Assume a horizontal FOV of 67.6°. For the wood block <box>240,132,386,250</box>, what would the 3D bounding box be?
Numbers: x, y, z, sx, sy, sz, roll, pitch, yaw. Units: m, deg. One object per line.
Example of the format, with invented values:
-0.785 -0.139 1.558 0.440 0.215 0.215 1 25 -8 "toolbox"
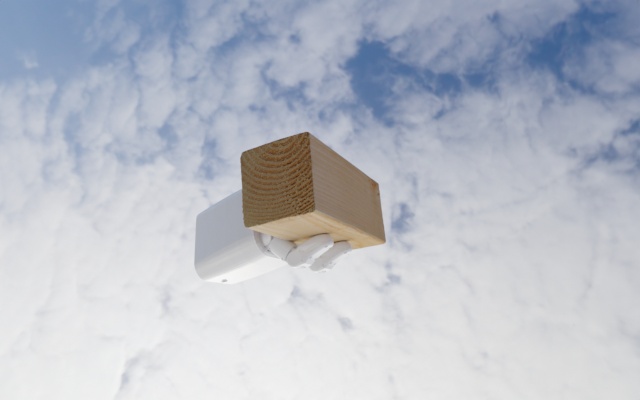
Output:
0.000 0.002 0.588 0.090 0.090 0.206 -14 -19 24 "wood block"
